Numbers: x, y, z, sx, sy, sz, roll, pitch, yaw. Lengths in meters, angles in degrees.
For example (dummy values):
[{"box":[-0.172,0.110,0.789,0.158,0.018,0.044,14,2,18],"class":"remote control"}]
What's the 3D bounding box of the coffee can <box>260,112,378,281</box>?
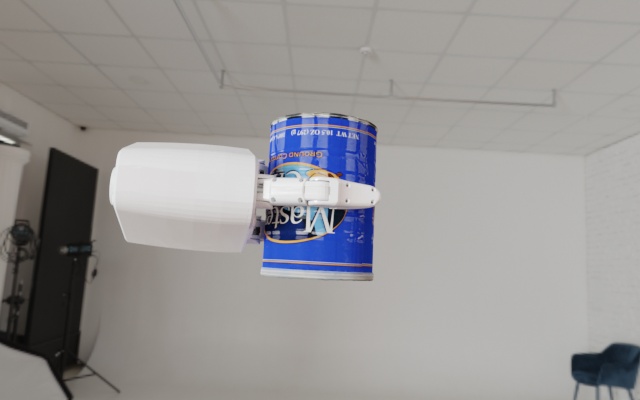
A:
[{"box":[0.000,0.002,0.444,0.103,0.140,0.103,3,-7,0],"class":"coffee can"}]
